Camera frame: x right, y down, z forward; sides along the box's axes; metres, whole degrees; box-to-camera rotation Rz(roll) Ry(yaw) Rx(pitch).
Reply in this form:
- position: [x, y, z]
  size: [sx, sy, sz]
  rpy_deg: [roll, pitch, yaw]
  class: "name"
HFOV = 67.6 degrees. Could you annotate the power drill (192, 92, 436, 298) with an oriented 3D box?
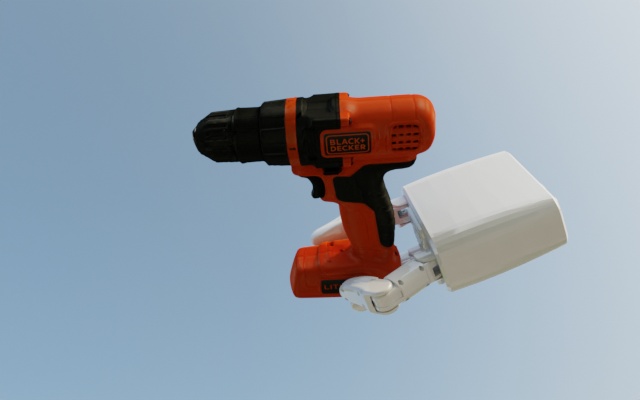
- position: [0.000, 0.002, 0.404]
  size: [0.184, 0.188, 0.057]
  rpy_deg: [-2, 38, 5]
  class: "power drill"
